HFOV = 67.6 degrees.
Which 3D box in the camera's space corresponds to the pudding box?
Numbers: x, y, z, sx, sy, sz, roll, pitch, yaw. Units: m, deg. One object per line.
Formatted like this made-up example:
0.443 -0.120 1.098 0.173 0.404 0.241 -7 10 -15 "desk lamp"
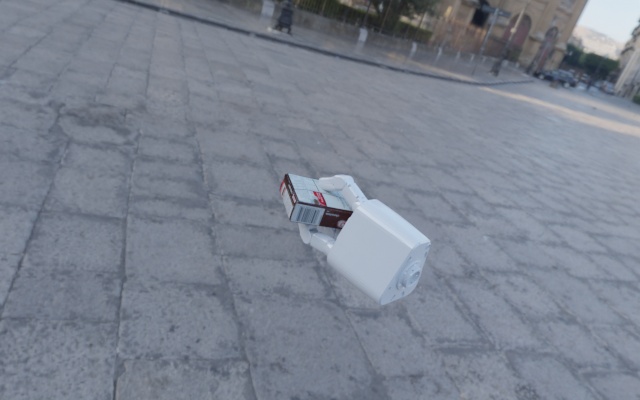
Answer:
0.000 0.002 0.743 0.113 0.039 0.090 12 27 -23 "pudding box"
